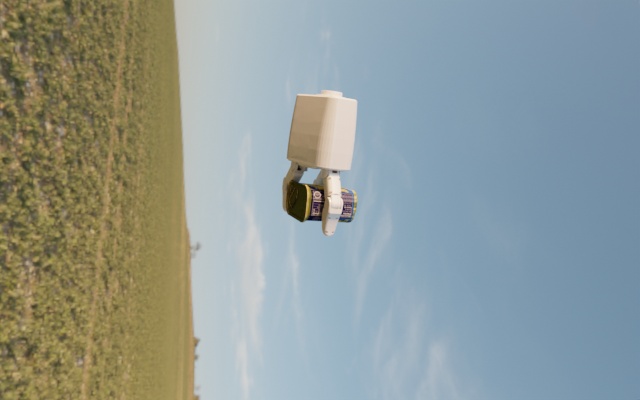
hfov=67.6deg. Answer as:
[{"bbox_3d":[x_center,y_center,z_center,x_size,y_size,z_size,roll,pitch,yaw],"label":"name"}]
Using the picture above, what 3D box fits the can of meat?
[{"bbox_3d":[0.000,0.003,0.759,0.084,0.057,0.102,4,7,-22],"label":"can of meat"}]
